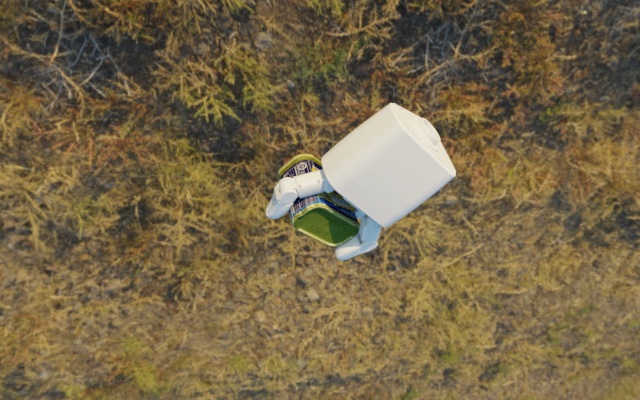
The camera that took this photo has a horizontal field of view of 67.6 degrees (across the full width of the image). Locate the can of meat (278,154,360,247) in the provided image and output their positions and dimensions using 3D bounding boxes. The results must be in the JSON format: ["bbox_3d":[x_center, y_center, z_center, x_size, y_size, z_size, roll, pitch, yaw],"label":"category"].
[{"bbox_3d":[0.000,0.002,0.609,0.057,0.084,0.102,-36,-42,24],"label":"can of meat"}]
